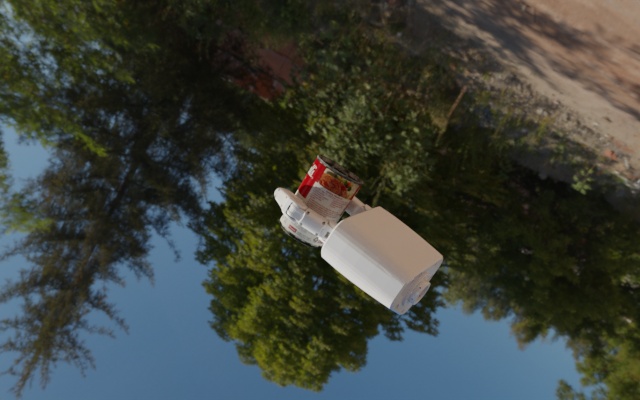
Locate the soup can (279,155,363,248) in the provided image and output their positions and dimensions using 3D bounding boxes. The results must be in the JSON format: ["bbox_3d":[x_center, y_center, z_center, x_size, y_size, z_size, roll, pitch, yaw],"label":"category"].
[{"bbox_3d":[0.000,0.002,0.616,0.068,0.102,0.068,30,12,-7],"label":"soup can"}]
